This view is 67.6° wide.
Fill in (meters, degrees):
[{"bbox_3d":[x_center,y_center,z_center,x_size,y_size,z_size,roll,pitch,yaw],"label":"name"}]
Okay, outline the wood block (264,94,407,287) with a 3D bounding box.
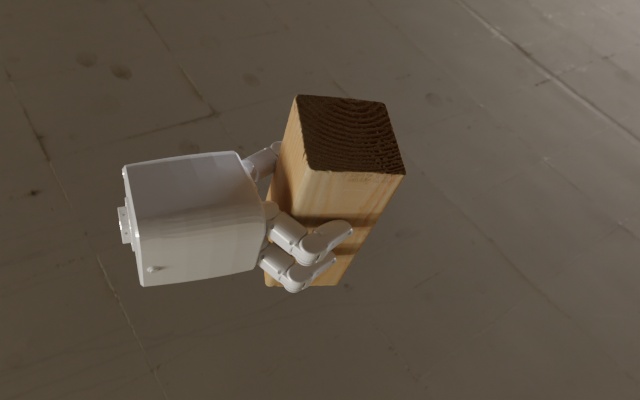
[{"bbox_3d":[0.000,0.001,0.490,0.090,0.090,0.206,2,-36,-17],"label":"wood block"}]
